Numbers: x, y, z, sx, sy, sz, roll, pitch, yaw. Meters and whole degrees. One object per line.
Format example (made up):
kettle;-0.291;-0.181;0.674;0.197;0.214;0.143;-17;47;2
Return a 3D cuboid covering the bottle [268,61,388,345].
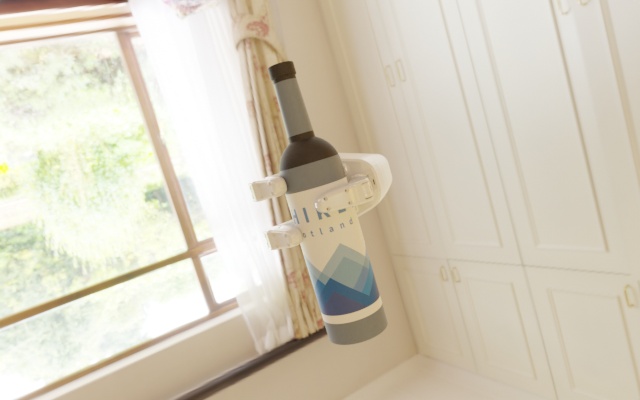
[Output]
bottle;0.000;0.002;0.505;0.069;0.296;0.069;-16;6;2
